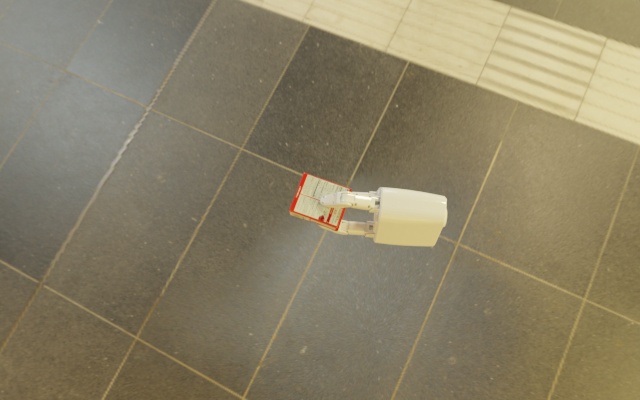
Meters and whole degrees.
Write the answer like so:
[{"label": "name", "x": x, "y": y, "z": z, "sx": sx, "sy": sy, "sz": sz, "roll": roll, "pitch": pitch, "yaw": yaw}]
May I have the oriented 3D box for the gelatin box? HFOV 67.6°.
[{"label": "gelatin box", "x": 0.000, "y": 0.002, "z": 0.812, "sx": 0.089, "sy": 0.073, "sz": 0.030, "roll": 19, "pitch": -15, "yaw": 3}]
